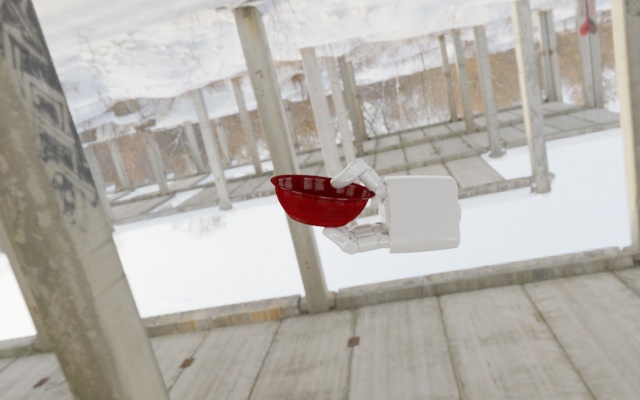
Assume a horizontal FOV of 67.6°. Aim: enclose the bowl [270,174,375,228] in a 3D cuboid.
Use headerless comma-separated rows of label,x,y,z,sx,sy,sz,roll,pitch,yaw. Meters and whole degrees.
bowl,-0.001,0.003,0.732,0.162,0.055,0.162,8,13,-2
